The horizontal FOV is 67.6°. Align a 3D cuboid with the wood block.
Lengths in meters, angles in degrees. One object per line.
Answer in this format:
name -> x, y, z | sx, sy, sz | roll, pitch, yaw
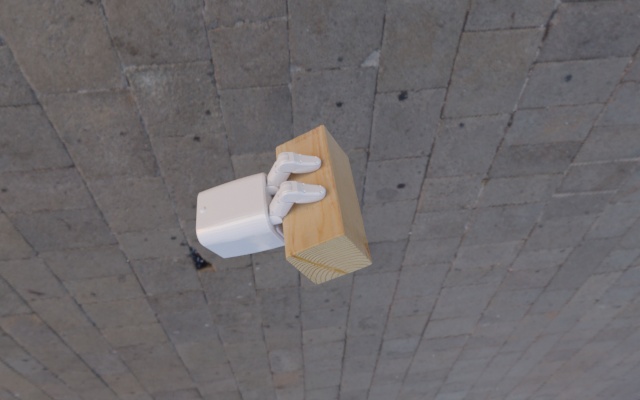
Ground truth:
wood block -> 0.000, 0.003, 0.698 | 0.090, 0.206, 0.091 | -23, -41, 17
